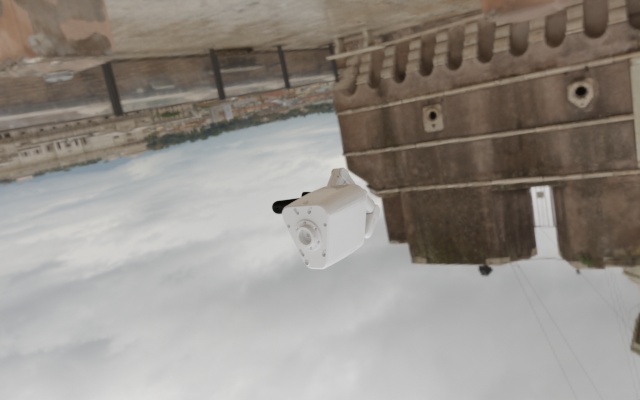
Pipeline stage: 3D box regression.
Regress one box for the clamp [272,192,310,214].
[{"bbox_3d":[0.000,0.003,0.866,0.171,0.039,0.120,-4,14,38],"label":"clamp"}]
